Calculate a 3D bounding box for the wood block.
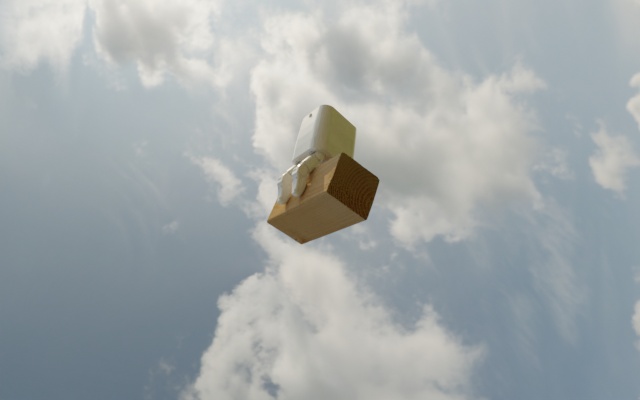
[{"bbox_3d":[0.000,0.003,0.876,0.091,0.090,0.206,34,-32,-21],"label":"wood block"}]
